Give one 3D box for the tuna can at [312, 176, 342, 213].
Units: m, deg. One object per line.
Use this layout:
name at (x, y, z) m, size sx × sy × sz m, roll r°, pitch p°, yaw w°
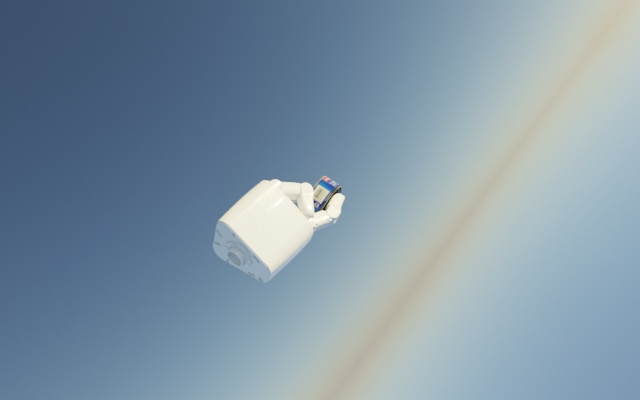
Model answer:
tuna can at (0.001, 0.003, 0.812) m, size 0.034 × 0.086 × 0.086 m, roll 32°, pitch 7°, yaw 11°
